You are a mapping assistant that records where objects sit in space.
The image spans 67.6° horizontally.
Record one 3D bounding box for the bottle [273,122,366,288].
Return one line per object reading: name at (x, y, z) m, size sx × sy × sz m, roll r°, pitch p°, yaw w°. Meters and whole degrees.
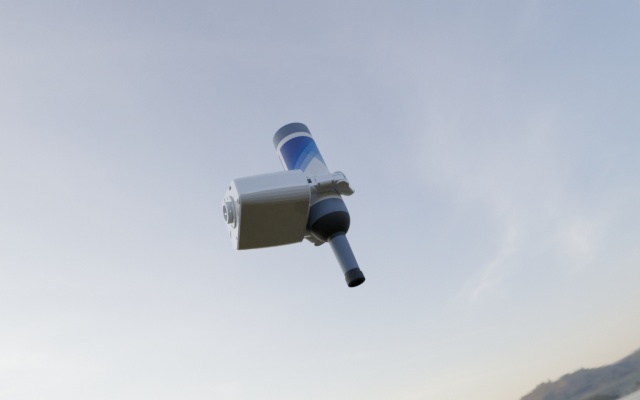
bottle at (0.000, 0.002, 0.749) m, size 0.069 × 0.295 × 0.069 m, roll -17°, pitch -33°, yaw -11°
